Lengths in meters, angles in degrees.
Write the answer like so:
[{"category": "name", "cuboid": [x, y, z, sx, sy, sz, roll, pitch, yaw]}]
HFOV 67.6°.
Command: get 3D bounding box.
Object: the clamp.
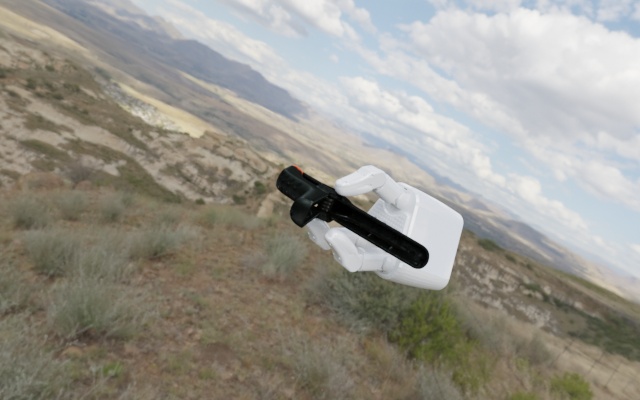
[{"category": "clamp", "cuboid": [0.000, 0.001, 0.515, 0.164, 0.036, 0.210, 22, 9, -39]}]
